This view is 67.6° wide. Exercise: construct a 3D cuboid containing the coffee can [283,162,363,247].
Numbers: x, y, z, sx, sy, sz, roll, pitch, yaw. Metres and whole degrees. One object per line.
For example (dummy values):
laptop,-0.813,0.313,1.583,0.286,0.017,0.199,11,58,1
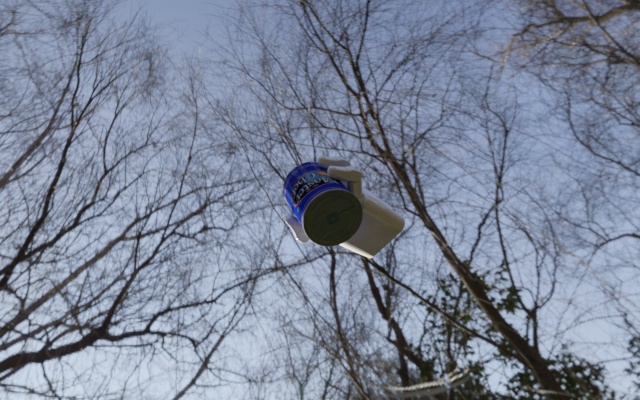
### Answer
coffee can,0.000,0.003,0.833,0.103,0.103,0.140,0,23,-19
